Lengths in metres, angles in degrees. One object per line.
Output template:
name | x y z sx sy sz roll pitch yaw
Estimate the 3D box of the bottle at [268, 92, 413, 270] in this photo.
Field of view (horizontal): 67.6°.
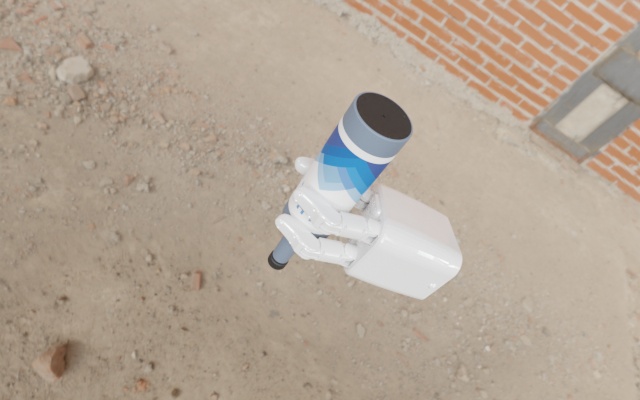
bottle | 0.000 0.002 0.565 0.069 0.069 0.296 0 -35 -31
